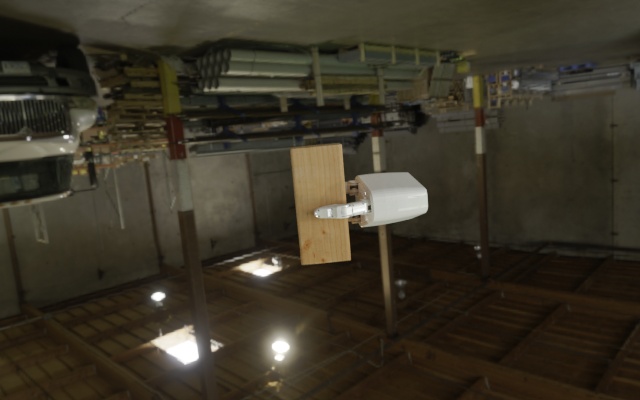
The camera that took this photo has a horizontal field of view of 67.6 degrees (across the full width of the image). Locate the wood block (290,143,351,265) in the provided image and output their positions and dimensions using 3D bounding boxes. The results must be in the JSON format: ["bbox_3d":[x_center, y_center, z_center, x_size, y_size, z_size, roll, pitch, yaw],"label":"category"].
[{"bbox_3d":[0.001,0.003,0.870,0.090,0.206,0.091,-5,8,0],"label":"wood block"}]
